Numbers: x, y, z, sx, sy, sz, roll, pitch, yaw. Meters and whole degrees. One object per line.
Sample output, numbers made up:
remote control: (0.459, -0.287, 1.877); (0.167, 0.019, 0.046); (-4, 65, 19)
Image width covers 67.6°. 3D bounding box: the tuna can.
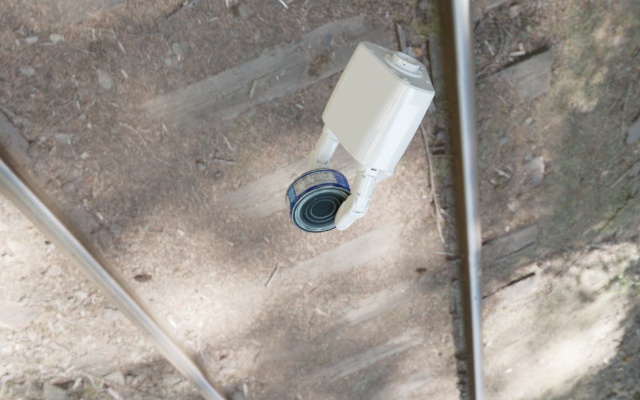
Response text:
tuna can: (0.000, 0.002, 0.608); (0.086, 0.086, 0.033); (0, 43, -20)
